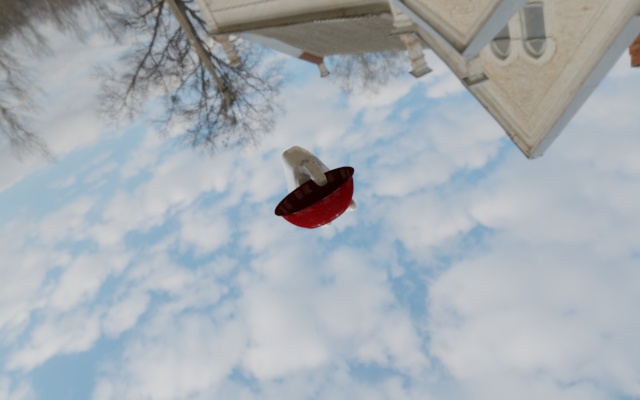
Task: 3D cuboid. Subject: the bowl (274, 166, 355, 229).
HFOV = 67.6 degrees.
[{"bbox_3d":[0.000,0.004,0.851,0.162,0.055,0.162,-27,16,8],"label":"bowl"}]
